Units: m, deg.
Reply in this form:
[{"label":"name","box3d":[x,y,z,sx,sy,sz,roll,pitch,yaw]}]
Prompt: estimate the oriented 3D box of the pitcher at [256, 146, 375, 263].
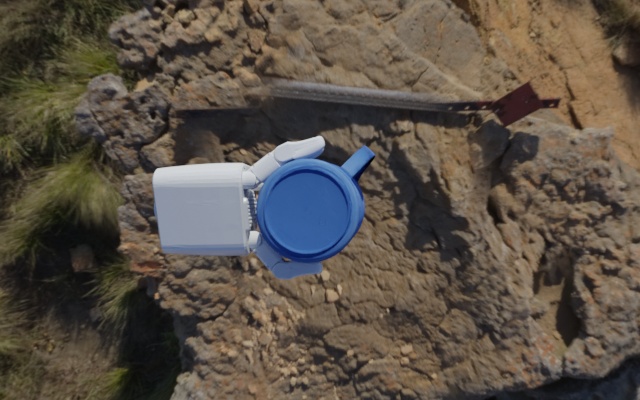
[{"label":"pitcher","box3d":[0.000,0.002,0.601,0.145,0.149,0.243,-1,0,3]}]
